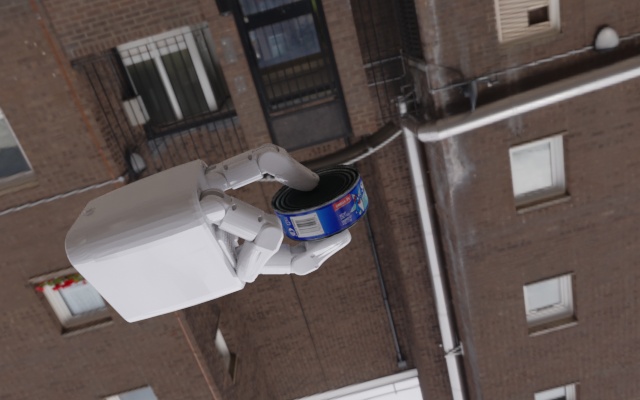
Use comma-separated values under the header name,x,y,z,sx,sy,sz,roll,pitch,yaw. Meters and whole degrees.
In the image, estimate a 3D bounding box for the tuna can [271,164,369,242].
name,x,y,z,sx,sy,sz,roll,pitch,yaw
tuna can,0.000,0.002,0.439,0.086,0.034,0.086,-18,23,8
